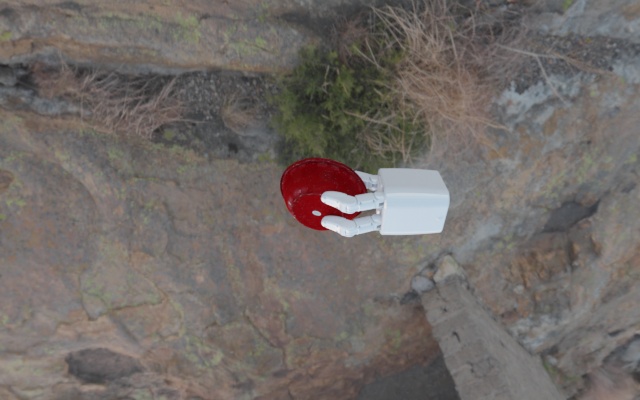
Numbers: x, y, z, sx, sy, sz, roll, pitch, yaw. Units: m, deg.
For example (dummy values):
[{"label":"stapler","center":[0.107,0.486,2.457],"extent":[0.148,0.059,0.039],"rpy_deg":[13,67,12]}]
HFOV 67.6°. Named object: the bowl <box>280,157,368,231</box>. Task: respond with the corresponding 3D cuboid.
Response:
[{"label":"bowl","center":[-0.001,0.003,0.843],"extent":[0.162,0.162,0.055],"rpy_deg":[0,44,16]}]
